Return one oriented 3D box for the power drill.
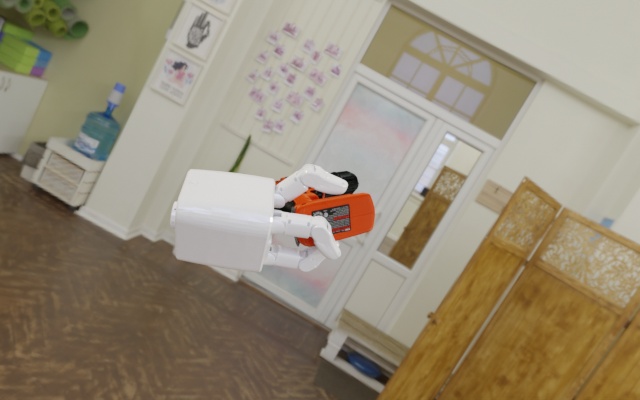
[{"bbox_3d":[0.000,0.002,0.669,0.184,0.057,0.187,-14,16,-20],"label":"power drill"}]
